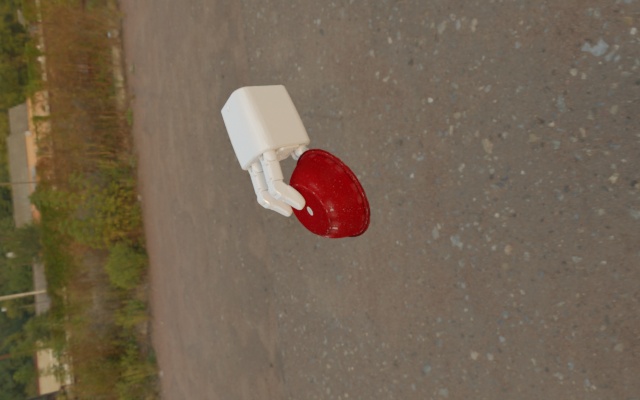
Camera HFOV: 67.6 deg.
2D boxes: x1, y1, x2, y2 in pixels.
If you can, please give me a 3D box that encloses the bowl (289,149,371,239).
[{"bbox_3d":[0.001,0.004,0.749,0.055,0.162,0.162,-36,21,-32],"label":"bowl"}]
